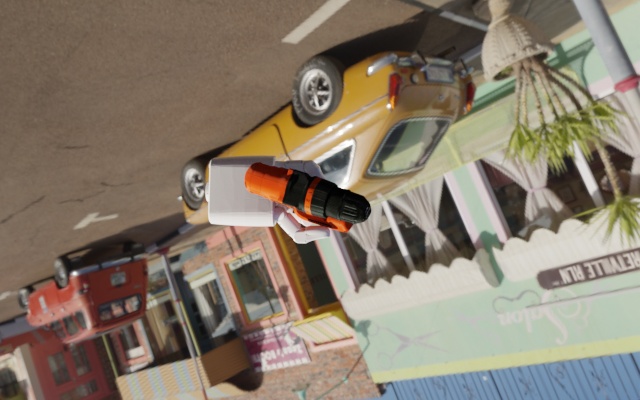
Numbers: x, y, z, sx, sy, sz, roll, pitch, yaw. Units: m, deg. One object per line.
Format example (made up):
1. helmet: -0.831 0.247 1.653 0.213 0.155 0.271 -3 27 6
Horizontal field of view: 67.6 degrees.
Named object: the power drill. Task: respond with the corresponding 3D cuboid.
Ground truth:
1. power drill: 0.000 0.002 0.711 0.184 0.057 0.188 19 -7 19
